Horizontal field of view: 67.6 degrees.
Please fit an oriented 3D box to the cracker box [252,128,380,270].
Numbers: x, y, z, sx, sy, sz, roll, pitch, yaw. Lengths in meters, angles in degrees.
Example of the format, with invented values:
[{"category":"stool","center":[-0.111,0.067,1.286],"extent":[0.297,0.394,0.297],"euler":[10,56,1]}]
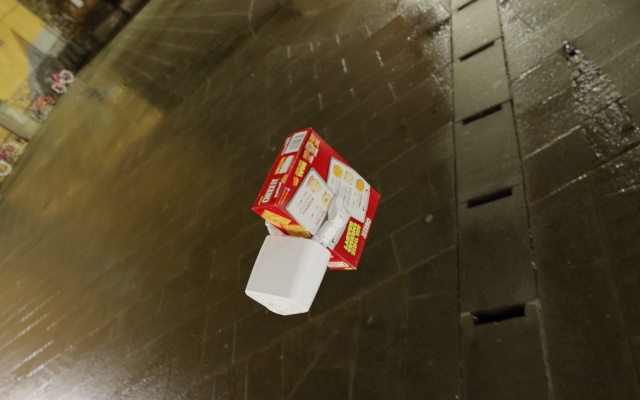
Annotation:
[{"category":"cracker box","center":[0.000,0.003,0.854],"extent":[0.072,0.164,0.214],"euler":[-8,-39,45]}]
